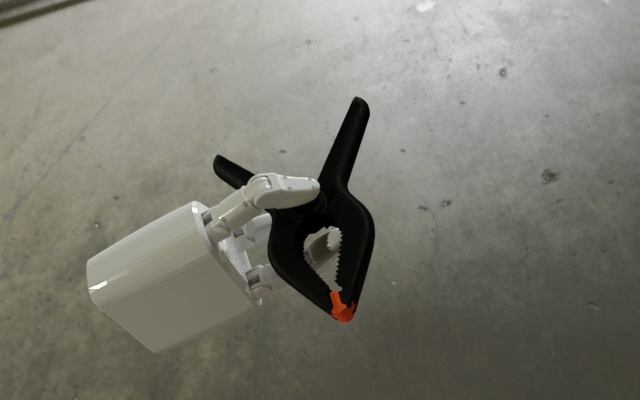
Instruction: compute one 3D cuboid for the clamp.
[{"bbox_3d":[0.000,0.002,0.422,0.164,0.209,0.036,-28,-34,3],"label":"clamp"}]
